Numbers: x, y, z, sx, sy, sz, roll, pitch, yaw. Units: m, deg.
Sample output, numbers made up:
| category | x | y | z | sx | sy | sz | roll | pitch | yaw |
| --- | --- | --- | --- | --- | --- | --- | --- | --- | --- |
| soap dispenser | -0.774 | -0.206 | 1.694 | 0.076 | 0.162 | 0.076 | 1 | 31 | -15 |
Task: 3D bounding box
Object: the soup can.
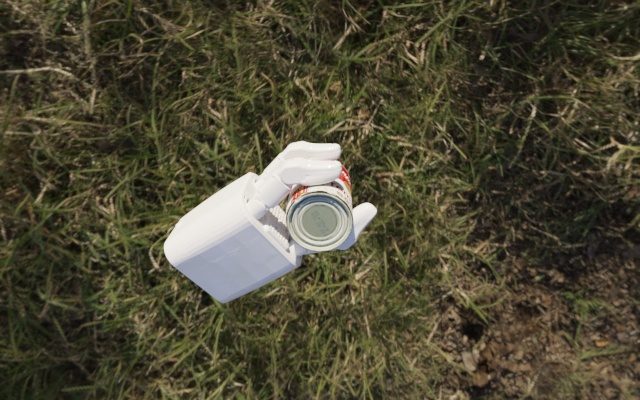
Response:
| category | x | y | z | sx | sy | sz | roll | pitch | yaw |
| --- | --- | --- | --- | --- | --- | --- | --- | --- | --- |
| soup can | 0.001 | 0.002 | 0.510 | 0.068 | 0.068 | 0.102 | 0 | 24 | 2 |
